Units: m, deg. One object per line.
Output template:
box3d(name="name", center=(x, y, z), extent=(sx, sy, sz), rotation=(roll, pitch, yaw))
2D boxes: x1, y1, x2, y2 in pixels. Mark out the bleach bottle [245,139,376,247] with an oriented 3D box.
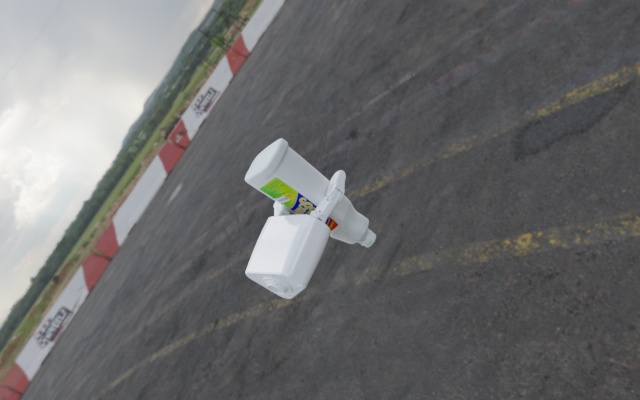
box3d(name="bleach bottle", center=(0.000, 0.003, 0.809), extent=(0.251, 0.068, 0.102), rotation=(35, -32, -21))
